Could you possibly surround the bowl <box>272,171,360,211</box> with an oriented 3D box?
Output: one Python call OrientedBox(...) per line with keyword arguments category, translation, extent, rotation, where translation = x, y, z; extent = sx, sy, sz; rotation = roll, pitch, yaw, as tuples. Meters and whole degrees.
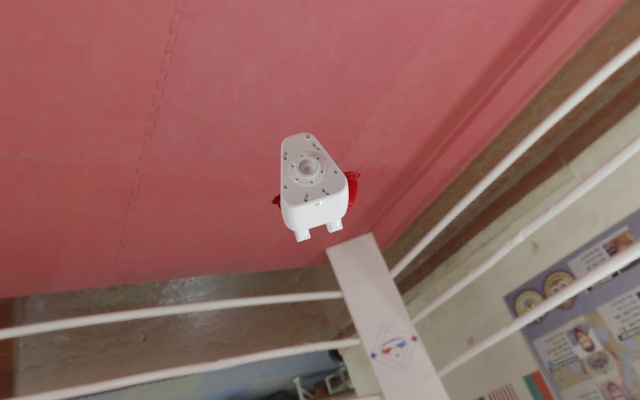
OrientedBox(category="bowl", translation=(0.001, 0.003, 0.828), extent=(0.162, 0.055, 0.162), rotation=(-18, -7, -2))
